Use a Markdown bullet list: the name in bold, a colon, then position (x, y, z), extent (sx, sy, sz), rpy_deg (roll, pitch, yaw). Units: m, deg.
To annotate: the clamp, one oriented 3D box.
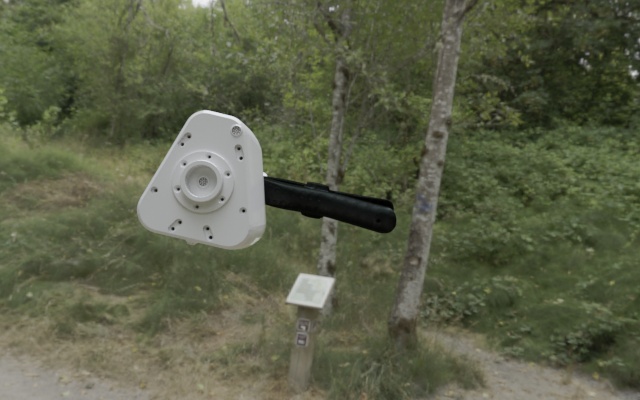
- **clamp**: position (0.000, 0.001, 0.489), extent (0.171, 0.039, 0.120), rpy_deg (9, 0, -2)
